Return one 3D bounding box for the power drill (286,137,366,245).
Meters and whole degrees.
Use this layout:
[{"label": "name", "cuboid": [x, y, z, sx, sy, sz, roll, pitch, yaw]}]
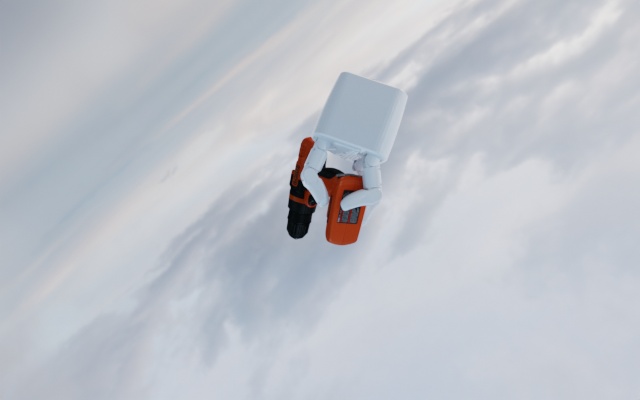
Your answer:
[{"label": "power drill", "cuboid": [0.000, 0.002, 0.772, 0.057, 0.184, 0.187, 2, 18, -28]}]
